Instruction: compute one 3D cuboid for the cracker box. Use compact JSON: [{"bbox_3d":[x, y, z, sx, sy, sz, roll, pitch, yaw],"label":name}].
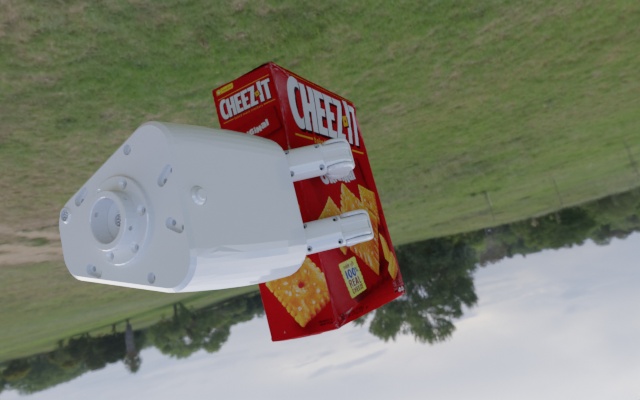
[{"bbox_3d":[0.000,0.002,0.438,0.072,0.213,0.164,-18,-10,26],"label":"cracker box"}]
